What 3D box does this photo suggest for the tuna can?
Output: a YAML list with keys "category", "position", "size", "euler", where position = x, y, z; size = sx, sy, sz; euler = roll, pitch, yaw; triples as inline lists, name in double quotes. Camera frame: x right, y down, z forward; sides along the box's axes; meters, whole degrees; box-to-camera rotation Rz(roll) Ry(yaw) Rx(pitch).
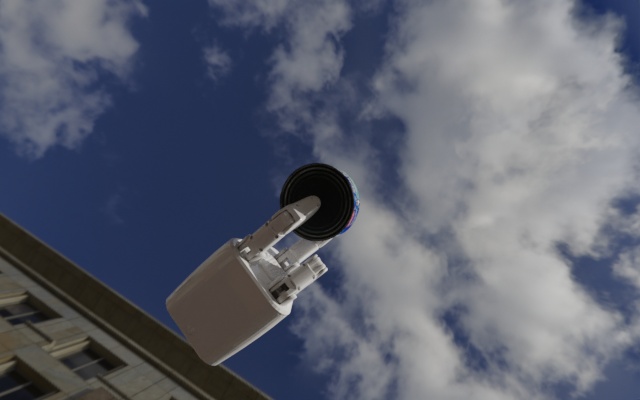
- category: "tuna can"
  position: [0.000, 0.002, 0.535]
  size: [0.086, 0.086, 0.034]
  euler: [0, 1, 18]
